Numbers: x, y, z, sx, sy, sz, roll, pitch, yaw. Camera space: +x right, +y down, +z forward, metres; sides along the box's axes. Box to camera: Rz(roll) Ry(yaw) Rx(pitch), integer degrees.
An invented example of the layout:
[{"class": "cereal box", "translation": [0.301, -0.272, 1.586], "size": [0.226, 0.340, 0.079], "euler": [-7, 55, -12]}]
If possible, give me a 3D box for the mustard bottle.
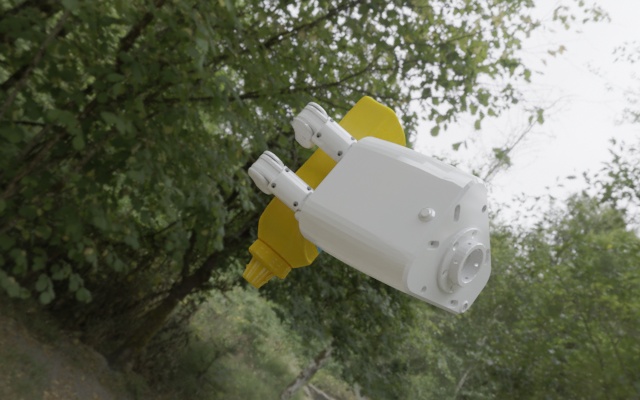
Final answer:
[{"class": "mustard bottle", "translation": [0.000, 0.001, 0.436], "size": [0.058, 0.191, 0.096], "euler": [36, -14, 21]}]
